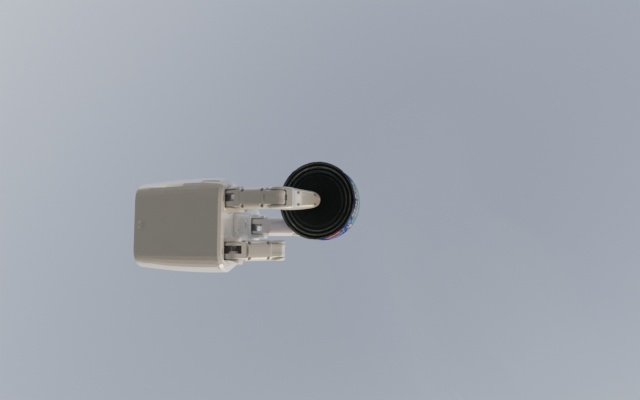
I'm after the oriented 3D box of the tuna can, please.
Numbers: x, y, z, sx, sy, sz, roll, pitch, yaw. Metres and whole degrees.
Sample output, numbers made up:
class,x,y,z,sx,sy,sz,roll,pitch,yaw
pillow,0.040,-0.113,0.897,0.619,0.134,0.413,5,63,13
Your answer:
class,x,y,z,sx,sy,sz,roll,pitch,yaw
tuna can,0.000,0.002,0.534,0.086,0.086,0.034,0,-7,18
